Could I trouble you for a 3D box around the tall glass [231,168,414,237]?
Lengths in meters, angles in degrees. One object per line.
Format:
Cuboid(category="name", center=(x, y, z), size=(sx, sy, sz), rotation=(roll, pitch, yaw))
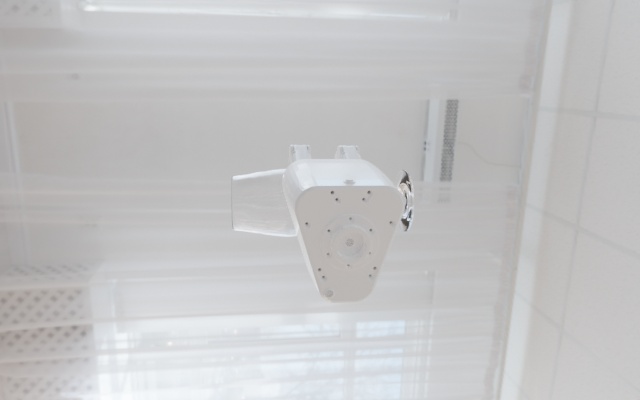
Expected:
Cuboid(category="tall glass", center=(0.001, 0.002, 0.549), size=(0.201, 0.079, 0.079), rotation=(-1, 0, -8))
